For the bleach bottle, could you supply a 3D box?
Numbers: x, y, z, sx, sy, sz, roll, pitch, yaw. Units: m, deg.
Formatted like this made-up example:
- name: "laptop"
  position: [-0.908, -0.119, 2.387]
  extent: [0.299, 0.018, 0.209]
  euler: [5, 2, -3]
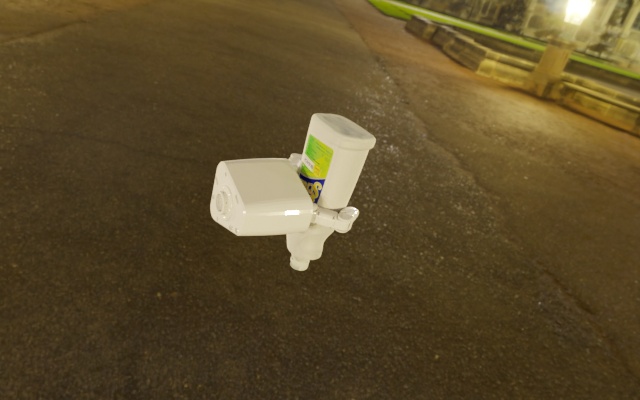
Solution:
- name: "bleach bottle"
  position: [0.000, 0.002, 0.723]
  extent: [0.068, 0.251, 0.102]
  euler: [-4, 32, -35]
